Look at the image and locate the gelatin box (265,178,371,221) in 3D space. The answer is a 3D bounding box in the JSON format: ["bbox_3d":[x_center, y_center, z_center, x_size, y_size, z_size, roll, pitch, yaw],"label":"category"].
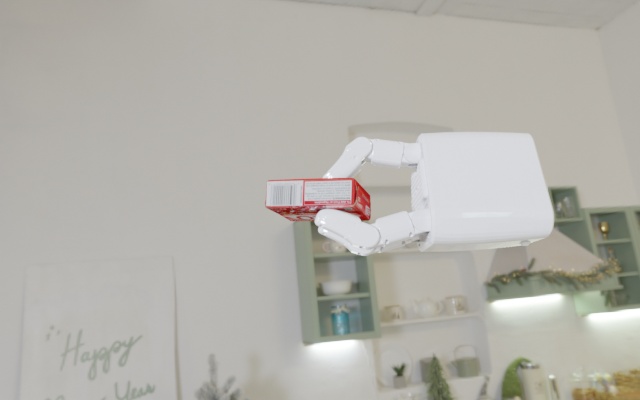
[{"bbox_3d":[0.000,0.001,0.469,0.089,0.030,0.073,-1,-13,16],"label":"gelatin box"}]
